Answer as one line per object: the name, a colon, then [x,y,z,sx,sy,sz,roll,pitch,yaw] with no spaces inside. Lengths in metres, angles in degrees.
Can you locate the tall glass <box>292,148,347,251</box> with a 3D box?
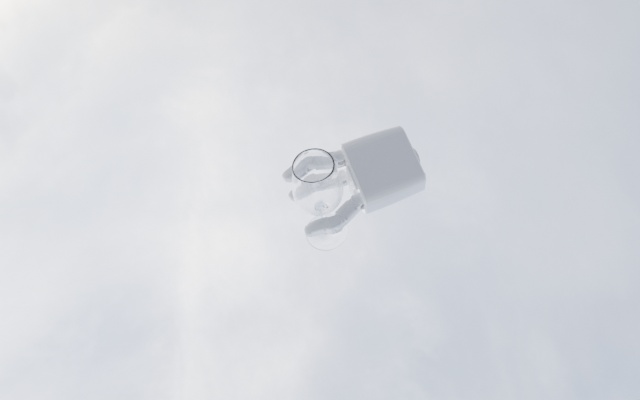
tall glass: [0.000,0.003,0.760,0.079,0.079,0.201,0,-32,8]
